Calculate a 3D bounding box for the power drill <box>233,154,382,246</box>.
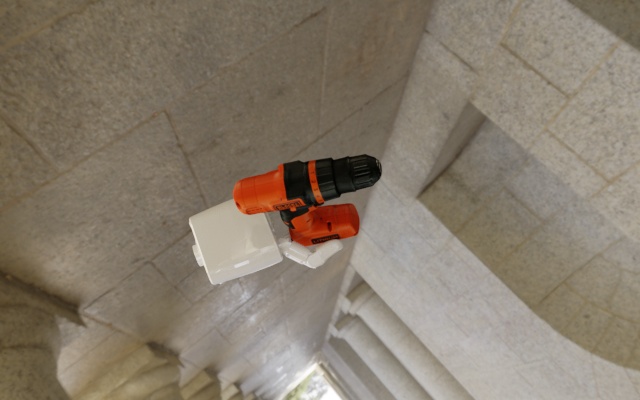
[{"bbox_3d":[0.000,0.002,0.640,0.184,0.057,0.188,-10,-24,11],"label":"power drill"}]
